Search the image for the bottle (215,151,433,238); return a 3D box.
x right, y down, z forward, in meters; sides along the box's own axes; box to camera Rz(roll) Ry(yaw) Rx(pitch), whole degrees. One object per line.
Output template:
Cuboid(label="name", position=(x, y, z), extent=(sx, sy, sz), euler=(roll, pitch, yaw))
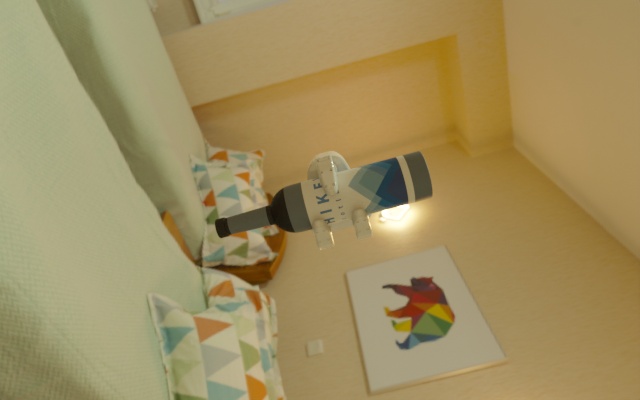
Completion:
Cuboid(label="bottle", position=(0.000, 0.002, 0.655), extent=(0.296, 0.069, 0.069), euler=(-15, -1, 3))
